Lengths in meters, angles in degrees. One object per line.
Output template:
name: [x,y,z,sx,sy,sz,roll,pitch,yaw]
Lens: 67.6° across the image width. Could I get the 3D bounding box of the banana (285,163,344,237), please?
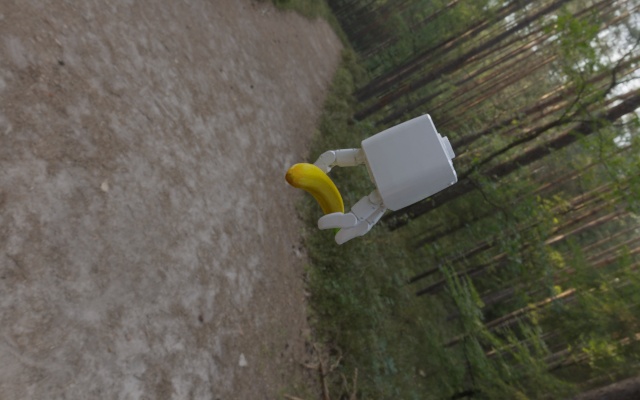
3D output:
banana: [-0.001,-0.012,0.705,0.037,0.069,0.198,-20,-35,15]
